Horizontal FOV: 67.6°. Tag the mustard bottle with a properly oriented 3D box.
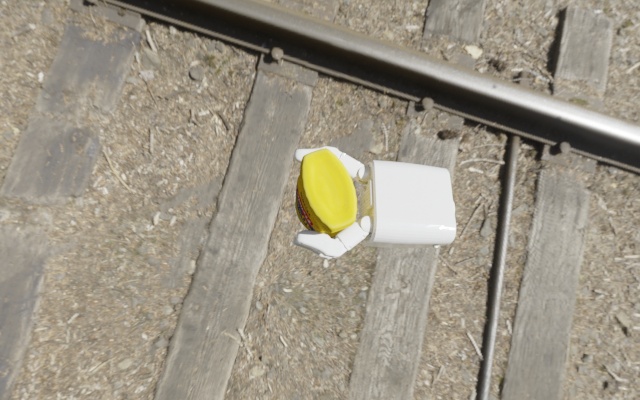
[{"bbox_3d":[0.000,0.002,0.632,0.058,0.096,0.192,-21,-7,-10],"label":"mustard bottle"}]
